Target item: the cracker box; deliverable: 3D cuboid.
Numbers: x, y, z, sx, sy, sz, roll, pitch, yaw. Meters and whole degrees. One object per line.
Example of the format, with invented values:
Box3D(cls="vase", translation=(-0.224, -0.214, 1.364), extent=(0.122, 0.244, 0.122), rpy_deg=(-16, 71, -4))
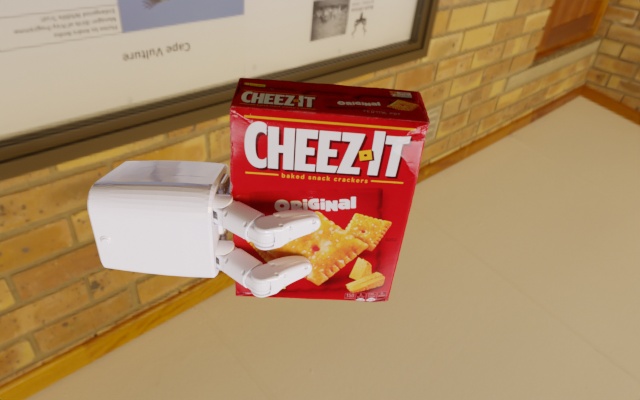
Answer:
Box3D(cls="cracker box", translation=(0.000, 0.002, 0.459), extent=(0.164, 0.214, 0.072), rpy_deg=(4, 36, -3))
